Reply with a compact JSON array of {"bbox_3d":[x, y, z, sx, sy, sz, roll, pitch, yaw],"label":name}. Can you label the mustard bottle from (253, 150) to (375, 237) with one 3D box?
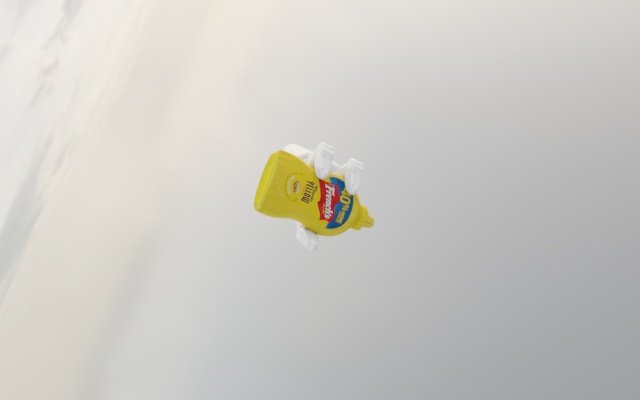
[{"bbox_3d":[0.000,0.002,0.729,0.192,0.096,0.058,23,-16,-23],"label":"mustard bottle"}]
